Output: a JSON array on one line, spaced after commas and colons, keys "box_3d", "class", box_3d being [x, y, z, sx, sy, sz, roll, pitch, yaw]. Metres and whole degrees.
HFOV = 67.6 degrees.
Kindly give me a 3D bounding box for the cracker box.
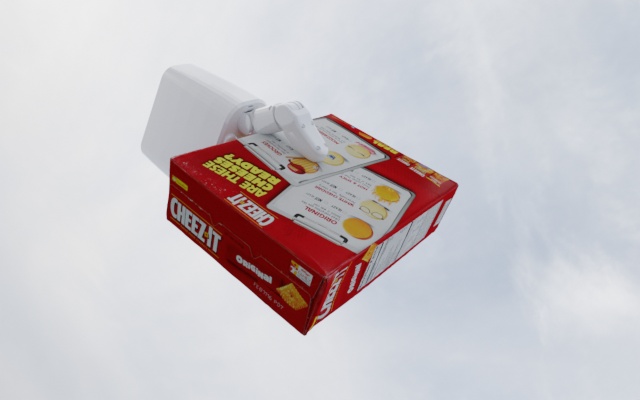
[{"box_3d": [0.000, 0.001, 0.431, 0.164, 0.072, 0.213, 34, 37, 25], "class": "cracker box"}]
